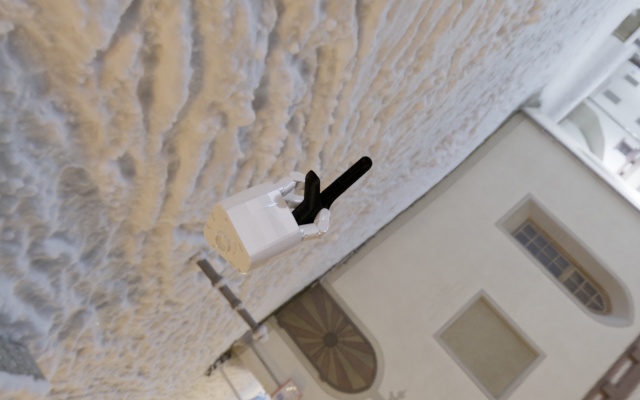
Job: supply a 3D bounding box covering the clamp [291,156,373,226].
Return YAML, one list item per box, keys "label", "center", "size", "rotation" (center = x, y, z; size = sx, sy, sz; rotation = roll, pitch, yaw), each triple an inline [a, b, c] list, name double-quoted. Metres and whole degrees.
- label: "clamp"
  center: [0.000, 0.004, 0.841]
  size: [0.164, 0.036, 0.210]
  rotation: [-22, -25, -42]
